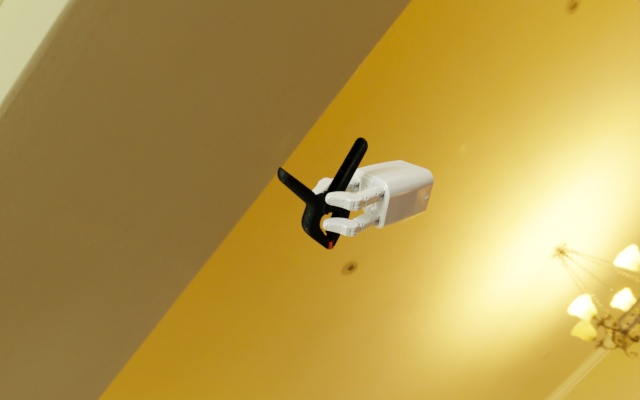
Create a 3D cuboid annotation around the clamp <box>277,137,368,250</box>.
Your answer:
[{"bbox_3d":[0.000,0.003,0.807,0.164,0.210,0.036,-16,40,-27],"label":"clamp"}]
